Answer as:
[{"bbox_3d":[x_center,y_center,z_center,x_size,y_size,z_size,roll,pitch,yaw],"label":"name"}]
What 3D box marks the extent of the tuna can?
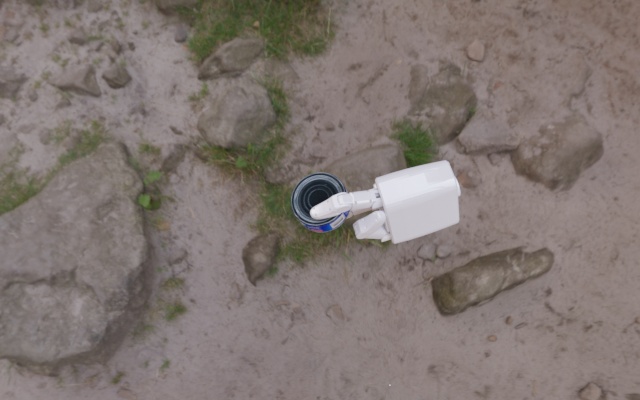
[{"bbox_3d":[0.000,0.002,0.709,0.086,0.086,0.034,0,-19,14],"label":"tuna can"}]
